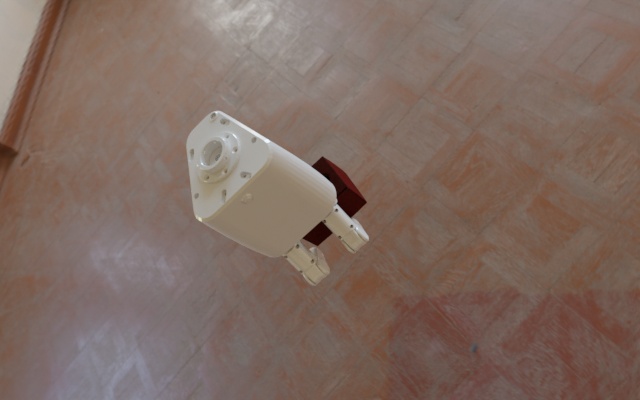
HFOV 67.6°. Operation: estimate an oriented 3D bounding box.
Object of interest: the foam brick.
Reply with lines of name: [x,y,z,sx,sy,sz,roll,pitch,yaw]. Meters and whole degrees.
foam brick: [0.000,0.001,0.521,0.051,0.078,0.053,35,16,-53]
